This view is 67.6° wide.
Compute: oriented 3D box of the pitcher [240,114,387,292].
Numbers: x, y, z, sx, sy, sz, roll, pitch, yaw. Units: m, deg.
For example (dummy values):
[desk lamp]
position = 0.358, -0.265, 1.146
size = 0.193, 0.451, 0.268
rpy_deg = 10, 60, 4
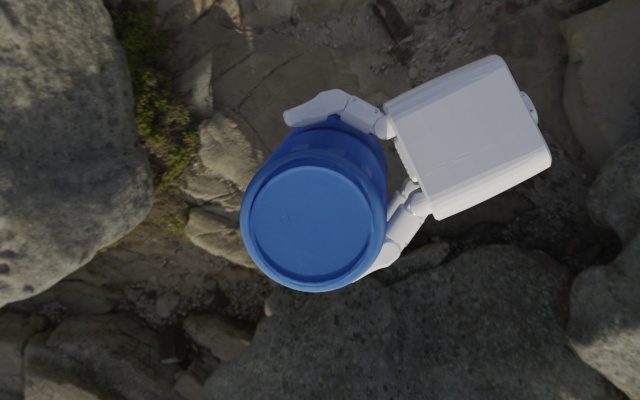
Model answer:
[pitcher]
position = 0.000, 0.001, 0.455
size = 0.145, 0.149, 0.242
rpy_deg = -24, 10, 10
